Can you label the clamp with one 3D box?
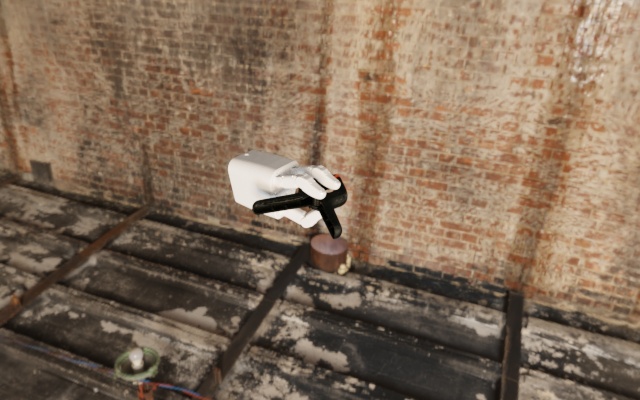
[{"bbox_3d":[0.000,0.003,0.872,0.164,0.036,0.210,21,30,23],"label":"clamp"}]
